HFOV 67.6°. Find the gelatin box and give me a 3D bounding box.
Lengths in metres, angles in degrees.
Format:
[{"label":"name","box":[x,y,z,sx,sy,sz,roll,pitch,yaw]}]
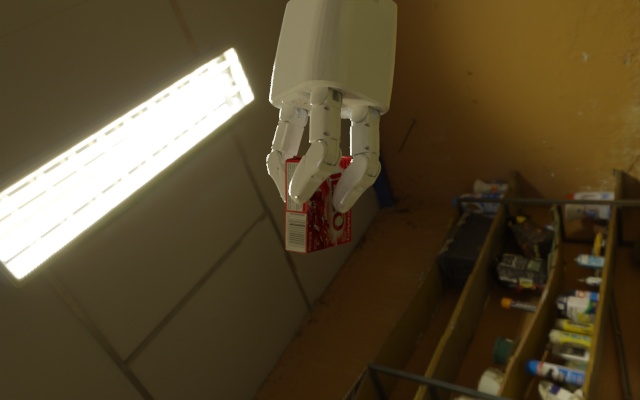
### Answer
[{"label":"gelatin box","box":[0.000,0.002,0.463,0.030,0.089,0.073,6,8,37]}]
